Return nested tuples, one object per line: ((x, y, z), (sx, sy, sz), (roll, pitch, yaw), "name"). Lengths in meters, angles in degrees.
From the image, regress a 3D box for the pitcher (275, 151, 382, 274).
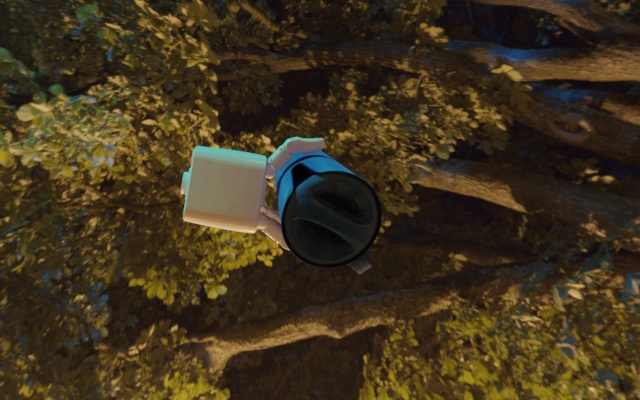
((0.000, 0.002, 0.722), (0.145, 0.149, 0.242), (8, 15, -13), "pitcher")
